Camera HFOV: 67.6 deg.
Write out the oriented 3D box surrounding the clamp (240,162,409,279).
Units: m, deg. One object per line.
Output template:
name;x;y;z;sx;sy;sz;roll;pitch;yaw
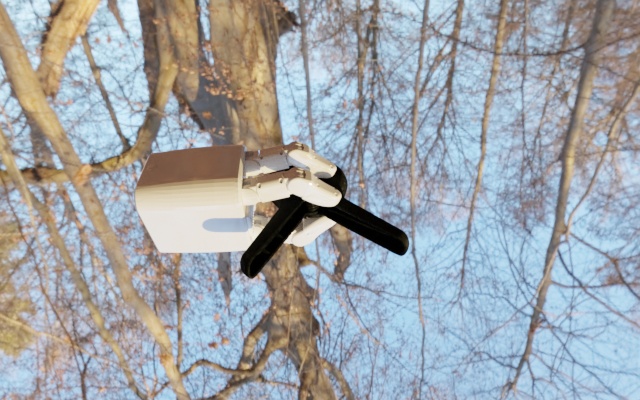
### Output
clamp;0.000;0.002;0.529;0.164;0.036;0.209;-3;36;-3
